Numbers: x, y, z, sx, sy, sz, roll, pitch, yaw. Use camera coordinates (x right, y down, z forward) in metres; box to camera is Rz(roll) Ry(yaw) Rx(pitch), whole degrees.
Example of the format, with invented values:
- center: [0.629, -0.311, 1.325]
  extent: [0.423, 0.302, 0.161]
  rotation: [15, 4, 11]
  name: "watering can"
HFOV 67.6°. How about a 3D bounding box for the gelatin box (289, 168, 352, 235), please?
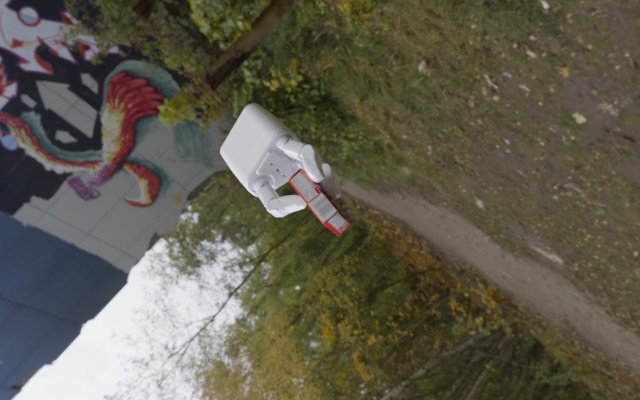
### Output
- center: [0.000, 0.003, 0.683]
  extent: [0.030, 0.089, 0.073]
  rotation: [-41, -25, 3]
  name: "gelatin box"
